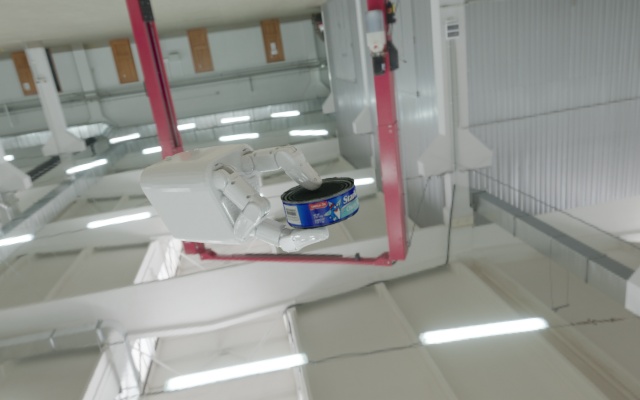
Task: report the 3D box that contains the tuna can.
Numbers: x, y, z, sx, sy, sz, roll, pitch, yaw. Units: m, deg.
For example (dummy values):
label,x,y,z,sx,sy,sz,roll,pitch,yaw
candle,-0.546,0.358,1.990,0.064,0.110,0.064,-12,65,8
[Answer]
label,x,y,z,sx,sy,sz,roll,pitch,yaw
tuna can,0.000,0.002,0.540,0.086,0.034,0.086,-12,15,3
